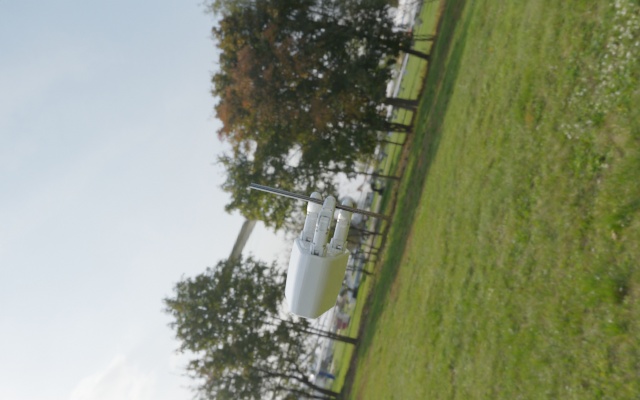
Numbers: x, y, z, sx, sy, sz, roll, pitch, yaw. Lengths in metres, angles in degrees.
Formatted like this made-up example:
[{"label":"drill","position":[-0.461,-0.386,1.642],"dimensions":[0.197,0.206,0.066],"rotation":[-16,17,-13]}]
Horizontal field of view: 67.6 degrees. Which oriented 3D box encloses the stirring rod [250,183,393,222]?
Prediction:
[{"label":"stirring rod","position":[0.000,0.003,0.786],"dimensions":[0.239,0.011,0.011],"rotation":[14,1,5]}]
